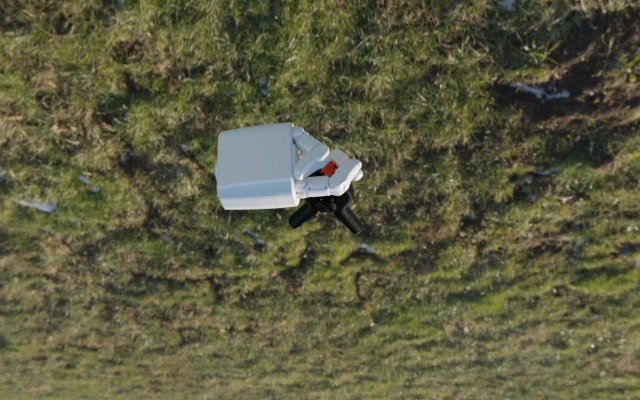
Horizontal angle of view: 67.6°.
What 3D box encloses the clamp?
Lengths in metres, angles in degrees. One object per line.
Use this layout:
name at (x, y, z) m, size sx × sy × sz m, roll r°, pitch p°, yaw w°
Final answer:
clamp at (0.000, 0.003, 0.732) m, size 0.120 × 0.039 × 0.172 m, roll -5°, pitch -37°, yaw 6°
